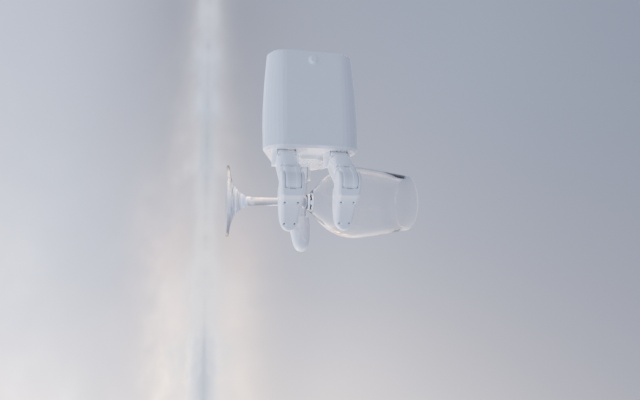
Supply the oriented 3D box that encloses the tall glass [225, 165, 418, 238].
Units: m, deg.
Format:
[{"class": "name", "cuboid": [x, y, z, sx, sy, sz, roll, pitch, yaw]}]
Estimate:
[{"class": "tall glass", "cuboid": [-0.001, 0.002, 0.514, 0.201, 0.079, 0.079, 1, 0, -13]}]
